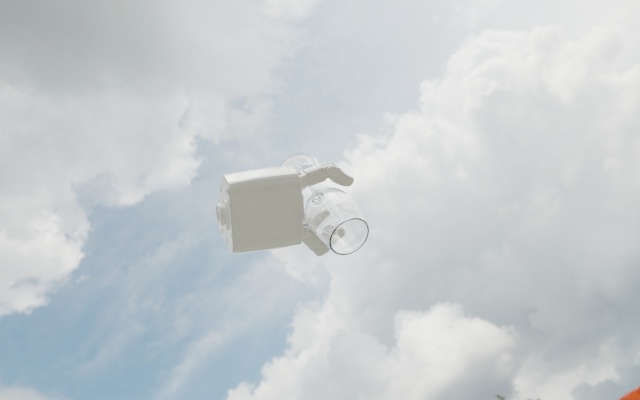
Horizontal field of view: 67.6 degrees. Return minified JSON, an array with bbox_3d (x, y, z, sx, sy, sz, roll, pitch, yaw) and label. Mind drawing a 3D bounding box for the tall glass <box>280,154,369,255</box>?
[{"bbox_3d":[0.000,0.002,0.740,0.079,0.079,0.201,0,29,-28],"label":"tall glass"}]
